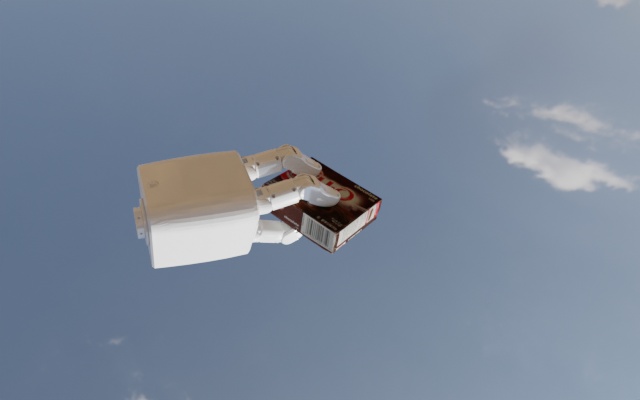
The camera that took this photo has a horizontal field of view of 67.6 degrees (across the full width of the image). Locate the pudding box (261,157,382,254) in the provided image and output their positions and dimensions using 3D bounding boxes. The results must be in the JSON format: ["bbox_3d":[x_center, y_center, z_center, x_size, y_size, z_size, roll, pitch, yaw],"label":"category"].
[{"bbox_3d":[0.000,0.002,0.559,0.113,0.039,0.090,34,45,23],"label":"pudding box"}]
